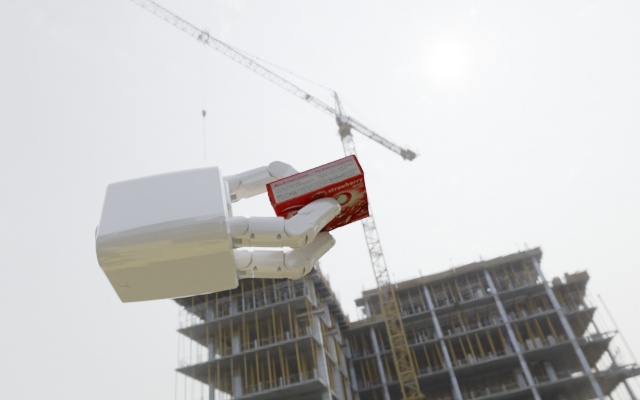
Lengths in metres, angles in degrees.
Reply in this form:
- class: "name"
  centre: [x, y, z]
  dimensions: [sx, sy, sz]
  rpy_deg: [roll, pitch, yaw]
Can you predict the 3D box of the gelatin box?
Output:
- class: "gelatin box"
  centre: [0.000, 0.001, 0.457]
  dimensions: [0.089, 0.030, 0.073]
  rpy_deg: [-20, -35, -3]
